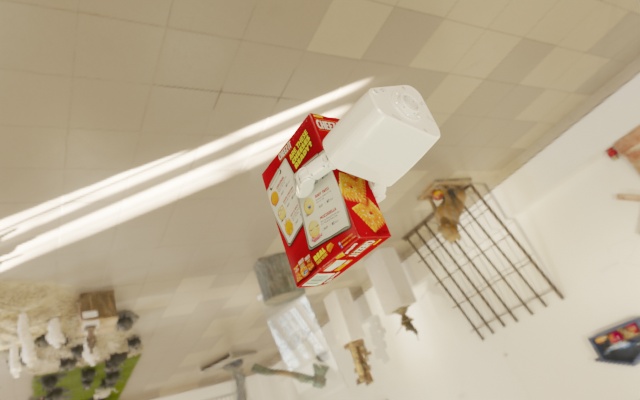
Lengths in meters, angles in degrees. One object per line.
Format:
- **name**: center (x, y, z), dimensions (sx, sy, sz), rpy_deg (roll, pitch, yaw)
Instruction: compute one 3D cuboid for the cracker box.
- **cracker box**: center (0.000, 0.003, 0.735), dimensions (0.072, 0.213, 0.164), rpy_deg (3, -34, -38)
